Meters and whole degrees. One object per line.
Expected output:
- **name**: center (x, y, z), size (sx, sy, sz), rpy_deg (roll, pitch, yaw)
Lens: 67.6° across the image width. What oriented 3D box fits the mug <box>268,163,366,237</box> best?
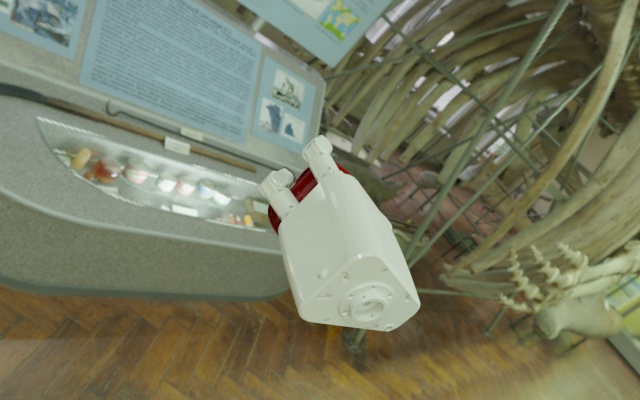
- **mug**: center (0.000, 0.001, 0.540), size (0.093, 0.081, 0.117), rpy_deg (30, 26, -33)
